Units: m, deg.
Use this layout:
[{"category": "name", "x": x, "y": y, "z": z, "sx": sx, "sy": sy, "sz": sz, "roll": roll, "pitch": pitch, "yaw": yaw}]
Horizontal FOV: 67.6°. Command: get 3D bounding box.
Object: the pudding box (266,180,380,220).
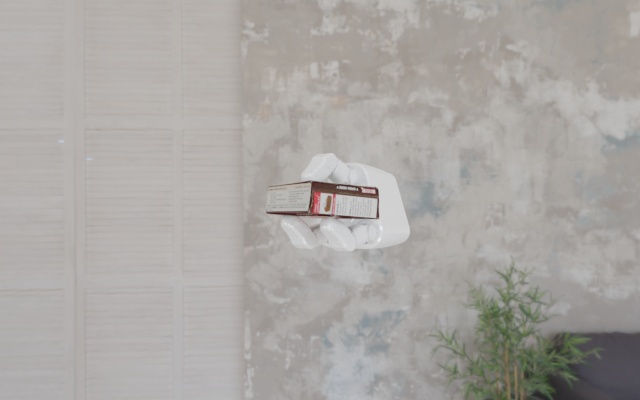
[{"category": "pudding box", "x": 0.000, "y": 0.002, "z": 0.548, "sx": 0.090, "sy": 0.039, "sz": 0.113, "roll": 4, "pitch": -6, "yaw": -29}]
